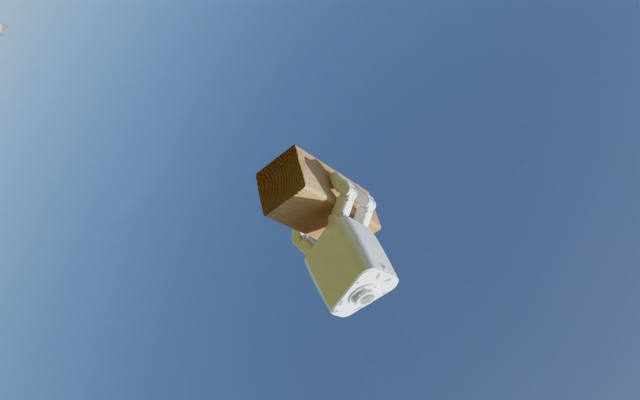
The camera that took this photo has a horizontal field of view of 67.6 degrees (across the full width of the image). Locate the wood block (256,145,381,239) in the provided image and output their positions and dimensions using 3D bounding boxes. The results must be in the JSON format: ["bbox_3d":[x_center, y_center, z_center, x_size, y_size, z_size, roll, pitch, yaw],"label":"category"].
[{"bbox_3d":[0.000,0.003,0.805,0.091,0.090,0.206,-34,-39,24],"label":"wood block"}]
